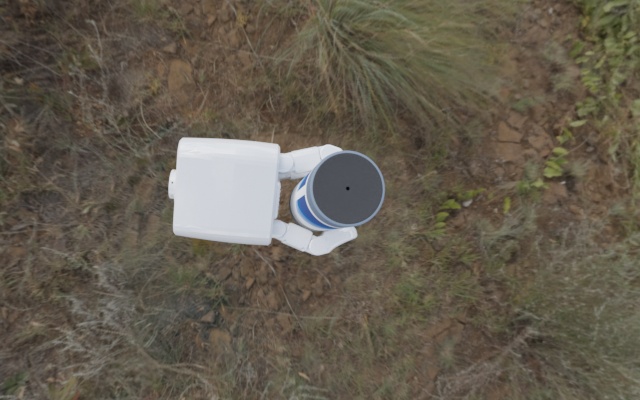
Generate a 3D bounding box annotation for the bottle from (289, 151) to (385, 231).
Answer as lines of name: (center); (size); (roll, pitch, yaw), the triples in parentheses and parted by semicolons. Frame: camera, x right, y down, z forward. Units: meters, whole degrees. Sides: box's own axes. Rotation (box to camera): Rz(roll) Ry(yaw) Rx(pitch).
bottle: (0.000, 0.002, 0.554); (0.069, 0.069, 0.296); (0, -5, -9)
